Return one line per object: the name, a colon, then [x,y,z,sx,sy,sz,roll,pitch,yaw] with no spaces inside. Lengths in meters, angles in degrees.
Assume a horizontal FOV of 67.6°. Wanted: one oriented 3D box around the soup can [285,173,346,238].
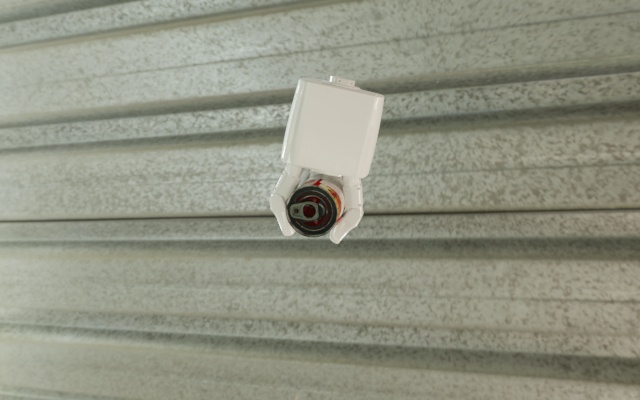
soup can: [0.000,0.003,0.639,0.068,0.068,0.102,0,14,14]
